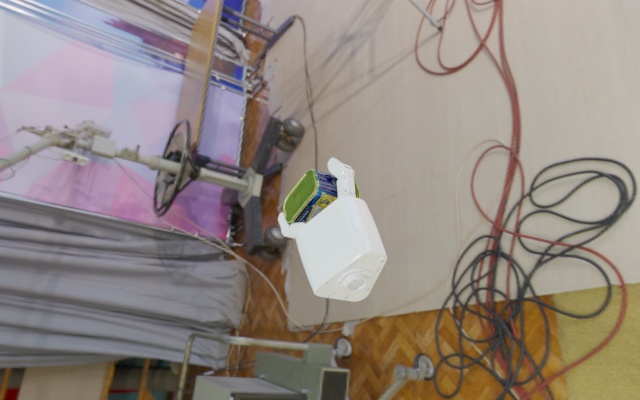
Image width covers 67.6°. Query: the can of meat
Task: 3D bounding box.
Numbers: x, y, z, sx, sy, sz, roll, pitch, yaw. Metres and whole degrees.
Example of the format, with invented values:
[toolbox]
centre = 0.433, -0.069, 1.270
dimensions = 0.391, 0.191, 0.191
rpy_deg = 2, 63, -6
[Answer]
[can of meat]
centre = 0.000, 0.002, 0.761
dimensions = 0.084, 0.057, 0.102
rpy_deg = 15, -49, -32
